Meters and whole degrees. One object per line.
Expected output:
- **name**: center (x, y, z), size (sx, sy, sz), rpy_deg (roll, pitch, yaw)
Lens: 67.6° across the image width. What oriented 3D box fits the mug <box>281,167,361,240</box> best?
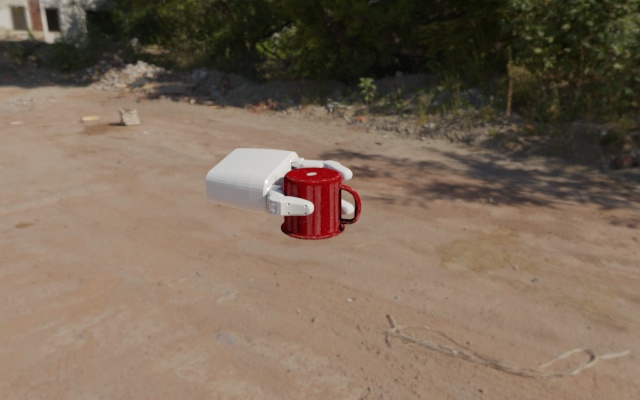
- **mug**: center (0.001, 0.002, 0.670), size (0.117, 0.081, 0.093), rpy_deg (7, 20, 21)
